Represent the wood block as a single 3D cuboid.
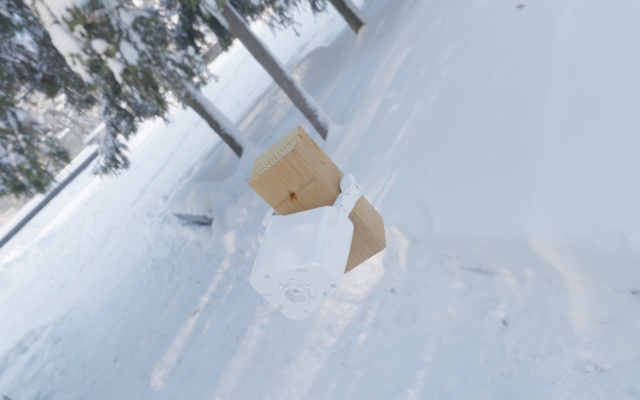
[{"bbox_3d":[0.000,0.002,0.718,0.091,0.206,0.090,-35,23,20],"label":"wood block"}]
